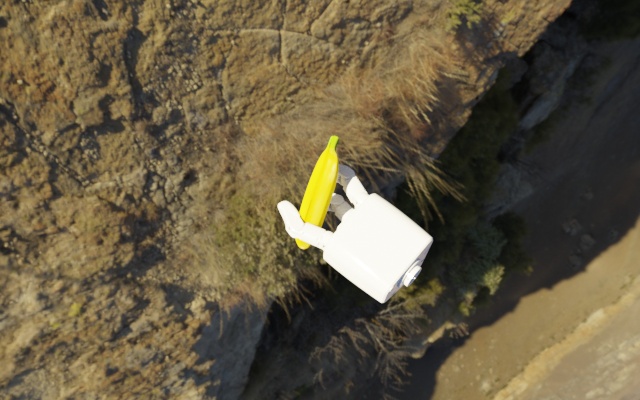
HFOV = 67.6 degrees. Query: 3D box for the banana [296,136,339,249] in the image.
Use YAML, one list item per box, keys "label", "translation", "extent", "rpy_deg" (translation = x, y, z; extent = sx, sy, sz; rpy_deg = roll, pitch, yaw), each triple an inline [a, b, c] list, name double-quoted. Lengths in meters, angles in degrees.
- label: "banana"
  translation: [-0.005, 0.007, 0.696]
  extent: [0.037, 0.198, 0.069]
  rpy_deg: [24, 30, 9]
